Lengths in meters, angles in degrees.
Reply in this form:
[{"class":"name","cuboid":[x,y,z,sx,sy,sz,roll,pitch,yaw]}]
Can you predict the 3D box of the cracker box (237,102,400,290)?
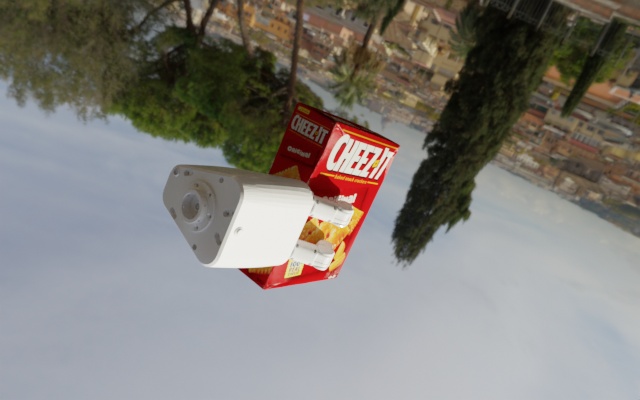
[{"class":"cracker box","cuboid":[0.000,0.002,0.611,0.072,0.214,0.164,33,15,31]}]
